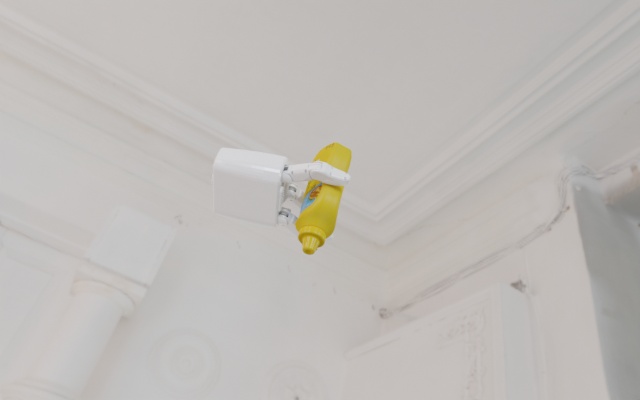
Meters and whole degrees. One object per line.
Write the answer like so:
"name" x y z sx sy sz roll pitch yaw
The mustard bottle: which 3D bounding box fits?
"mustard bottle" 0.000 0.002 0.751 0.058 0.191 0.096 27 -41 -14
